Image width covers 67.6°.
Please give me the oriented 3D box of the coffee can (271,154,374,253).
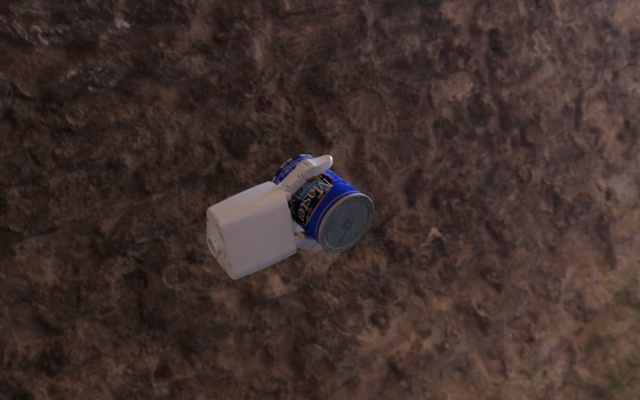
[{"bbox_3d":[0.000,0.002,0.758,0.103,0.103,0.140,0,29,-43],"label":"coffee can"}]
